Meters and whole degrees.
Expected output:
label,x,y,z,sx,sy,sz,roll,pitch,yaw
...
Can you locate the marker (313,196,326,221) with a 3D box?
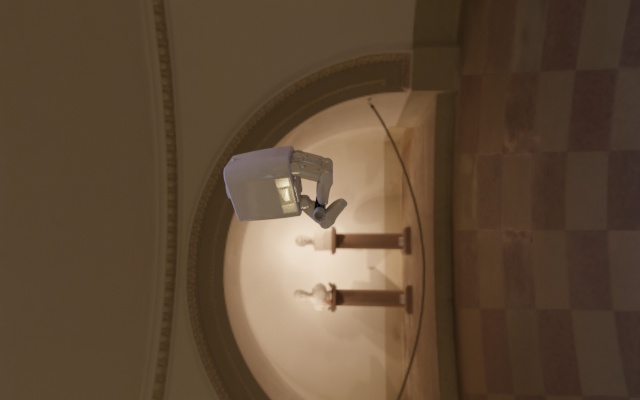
label,x,y,z,sx,sy,sz,roll,pitch,yaw
marker,0.000,0.003,0.793,0.020,0.020,0.121,0,21,2
